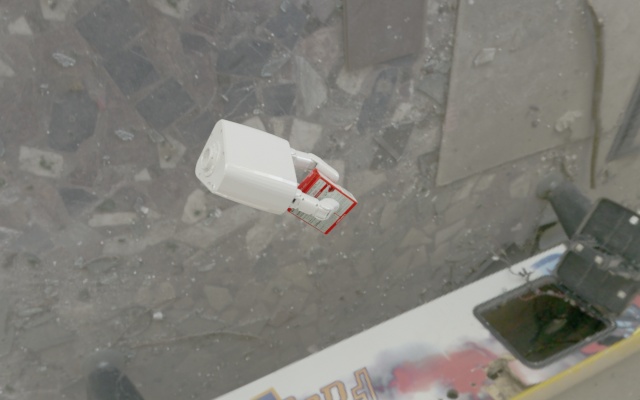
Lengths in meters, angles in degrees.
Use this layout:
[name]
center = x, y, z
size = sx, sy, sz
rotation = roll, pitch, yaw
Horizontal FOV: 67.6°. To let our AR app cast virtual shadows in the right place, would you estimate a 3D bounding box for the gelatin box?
[gelatin box]
center = 0.000, 0.003, 0.729
size = 0.089, 0.073, 0.030
rotation = 34, 16, -34
